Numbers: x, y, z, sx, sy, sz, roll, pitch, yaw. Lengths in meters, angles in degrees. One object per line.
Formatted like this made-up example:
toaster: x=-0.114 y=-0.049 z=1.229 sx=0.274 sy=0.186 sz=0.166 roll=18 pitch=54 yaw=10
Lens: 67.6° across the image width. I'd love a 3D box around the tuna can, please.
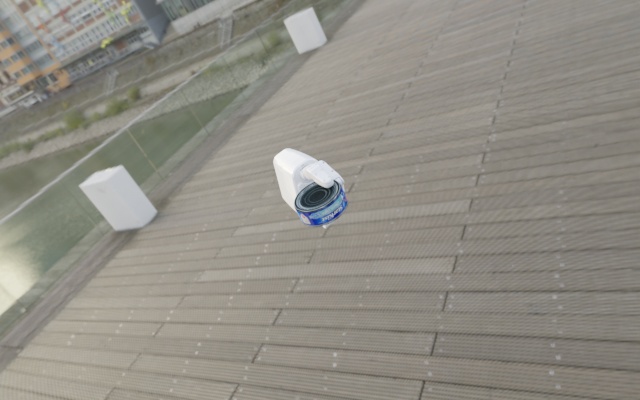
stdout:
tuna can: x=0.000 y=0.002 z=0.785 sx=0.086 sy=0.034 sz=0.086 roll=-19 pitch=33 yaw=13
